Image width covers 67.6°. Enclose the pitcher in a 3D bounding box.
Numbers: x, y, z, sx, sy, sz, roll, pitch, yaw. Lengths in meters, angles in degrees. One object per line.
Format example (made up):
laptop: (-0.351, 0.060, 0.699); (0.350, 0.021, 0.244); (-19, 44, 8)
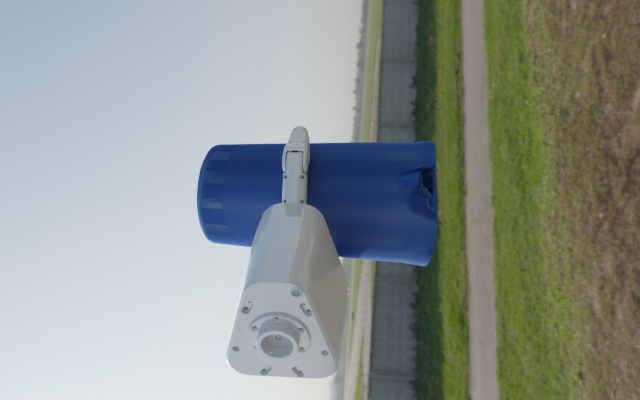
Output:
pitcher: (0.000, 0.002, 0.525); (0.243, 0.149, 0.145); (3, 30, 3)
